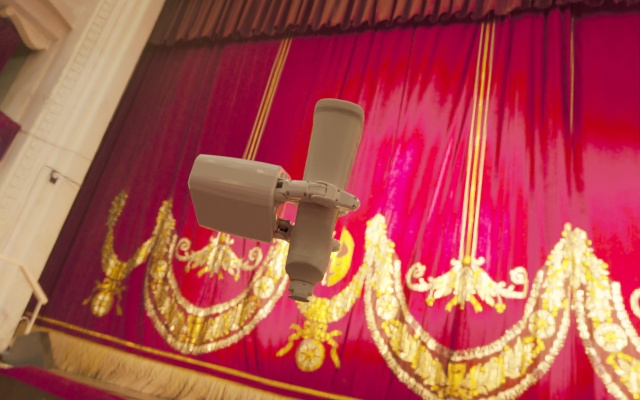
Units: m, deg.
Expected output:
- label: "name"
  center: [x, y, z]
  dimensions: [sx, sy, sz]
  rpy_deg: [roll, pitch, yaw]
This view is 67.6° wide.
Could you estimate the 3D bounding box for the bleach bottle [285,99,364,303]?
- label: "bleach bottle"
  center: [0.000, 0.002, 0.611]
  dimensions: [0.068, 0.250, 0.103]
  rpy_deg: [11, -22, 5]
